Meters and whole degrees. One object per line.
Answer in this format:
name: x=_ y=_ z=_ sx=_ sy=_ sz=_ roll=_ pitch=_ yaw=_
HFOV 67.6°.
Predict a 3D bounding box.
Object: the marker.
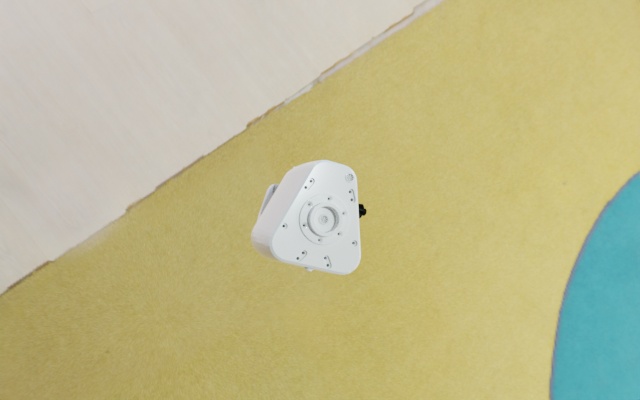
marker: x=0.000 y=0.002 z=0.590 sx=0.121 sy=0.020 sz=0.020 roll=13 pitch=-4 yaw=-15
